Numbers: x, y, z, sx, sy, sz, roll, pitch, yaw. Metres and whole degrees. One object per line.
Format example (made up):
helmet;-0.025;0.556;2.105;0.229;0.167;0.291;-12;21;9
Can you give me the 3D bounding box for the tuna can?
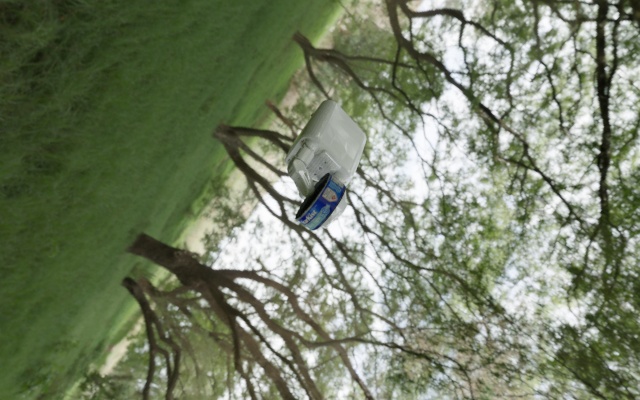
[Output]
tuna can;0.001;0.003;0.713;0.034;0.086;0.086;36;-7;-10
